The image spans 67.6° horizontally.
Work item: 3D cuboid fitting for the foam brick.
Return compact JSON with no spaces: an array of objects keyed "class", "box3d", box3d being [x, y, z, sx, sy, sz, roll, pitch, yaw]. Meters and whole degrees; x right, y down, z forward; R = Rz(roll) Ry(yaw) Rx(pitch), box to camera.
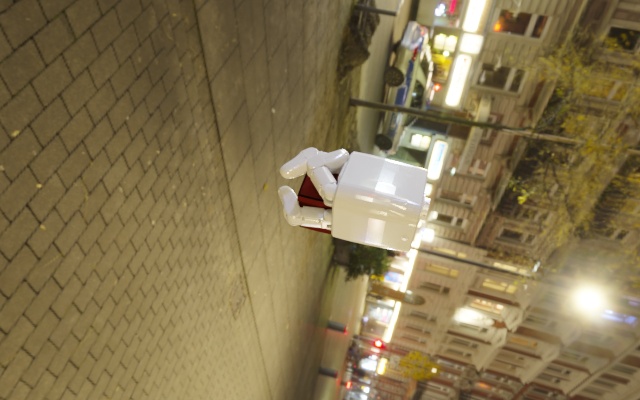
[{"class":"foam brick","box3d":[0.000,0.002,0.672,0.051,0.053,0.078,13,-35,9]}]
